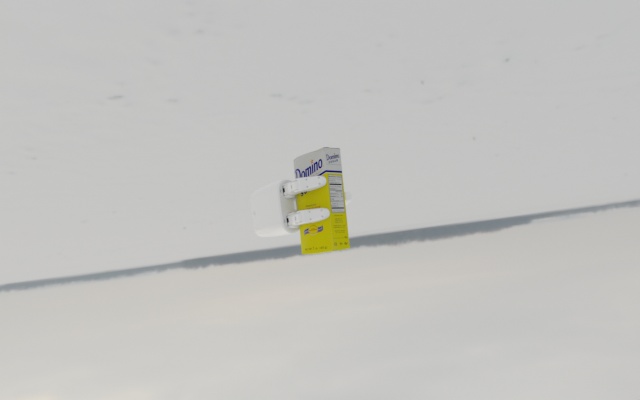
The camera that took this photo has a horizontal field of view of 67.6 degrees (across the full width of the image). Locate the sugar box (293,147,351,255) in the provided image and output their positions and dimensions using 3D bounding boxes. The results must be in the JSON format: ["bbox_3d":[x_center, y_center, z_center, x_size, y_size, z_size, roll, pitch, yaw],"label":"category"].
[{"bbox_3d":[0.000,0.003,0.835,0.048,0.176,0.093,-3,-7,-40],"label":"sugar box"}]
